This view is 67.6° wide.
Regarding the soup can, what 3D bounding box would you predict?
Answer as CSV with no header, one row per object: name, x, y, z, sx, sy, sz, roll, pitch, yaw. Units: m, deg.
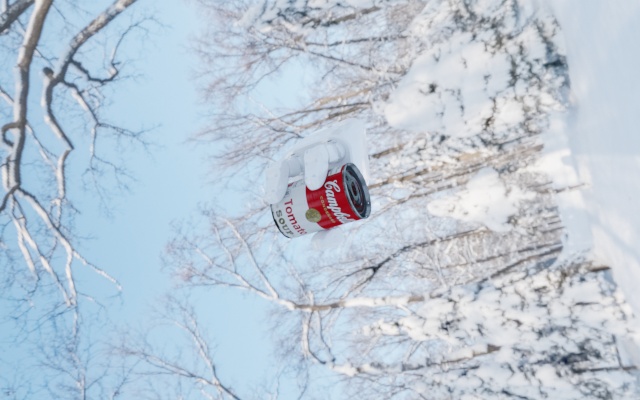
soup can,0.000,0.002,0.569,0.102,0.068,0.068,-17,-7,25
